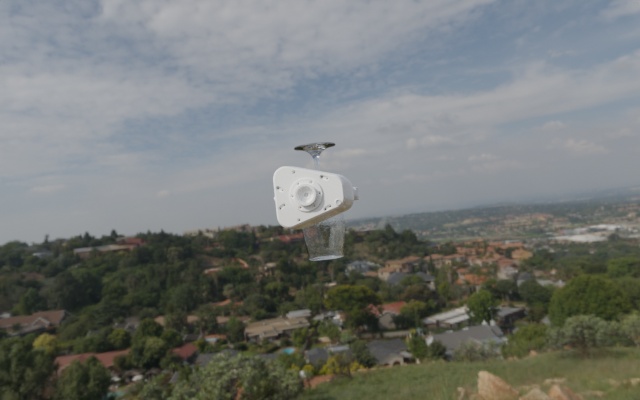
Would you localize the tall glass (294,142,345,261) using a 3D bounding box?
[{"bbox_3d":[0.000,0.002,0.842,0.079,0.201,0.079,-6,-2,0],"label":"tall glass"}]
